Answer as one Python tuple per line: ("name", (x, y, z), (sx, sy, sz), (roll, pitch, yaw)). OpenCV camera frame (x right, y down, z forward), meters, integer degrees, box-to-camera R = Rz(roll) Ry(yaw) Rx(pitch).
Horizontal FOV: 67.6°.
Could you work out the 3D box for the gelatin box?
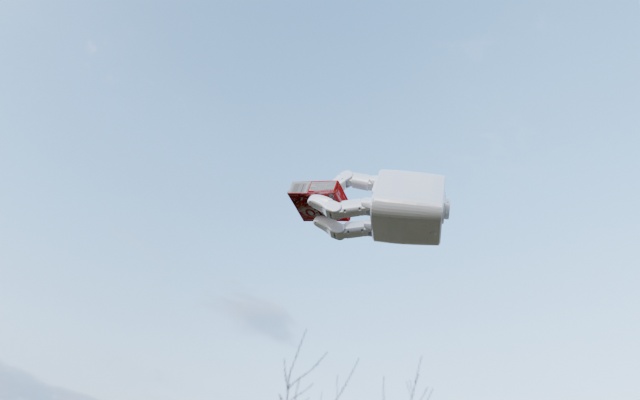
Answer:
("gelatin box", (0.000, 0.002, 0.783), (0.089, 0.030, 0.073), (0, -41, 27))
